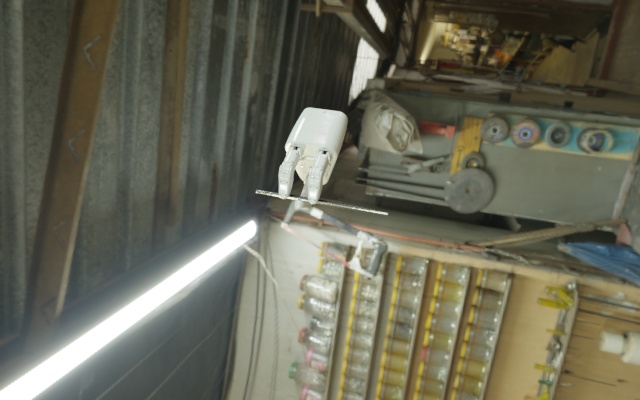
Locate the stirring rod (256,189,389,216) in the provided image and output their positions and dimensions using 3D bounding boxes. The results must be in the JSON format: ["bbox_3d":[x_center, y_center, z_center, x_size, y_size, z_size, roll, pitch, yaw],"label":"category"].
[{"bbox_3d":[0.000,0.003,0.842,0.239,0.011,0.011,10,2,12],"label":"stirring rod"}]
